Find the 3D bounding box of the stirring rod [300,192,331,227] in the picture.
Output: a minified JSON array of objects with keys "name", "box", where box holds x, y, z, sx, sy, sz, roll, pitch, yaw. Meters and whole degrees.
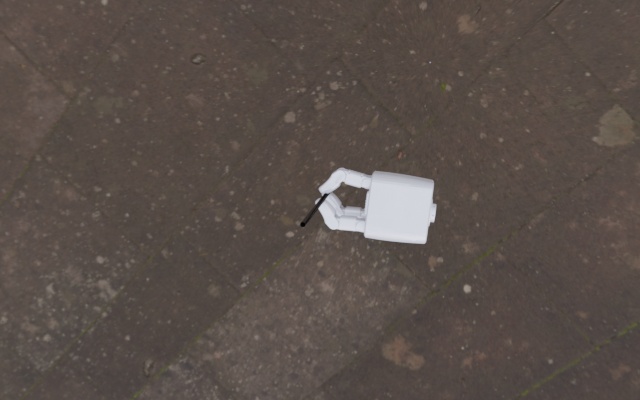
[{"name":"stirring rod","box":[0.000,0.003,0.807,0.011,0.011,0.239,0,16,13]}]
